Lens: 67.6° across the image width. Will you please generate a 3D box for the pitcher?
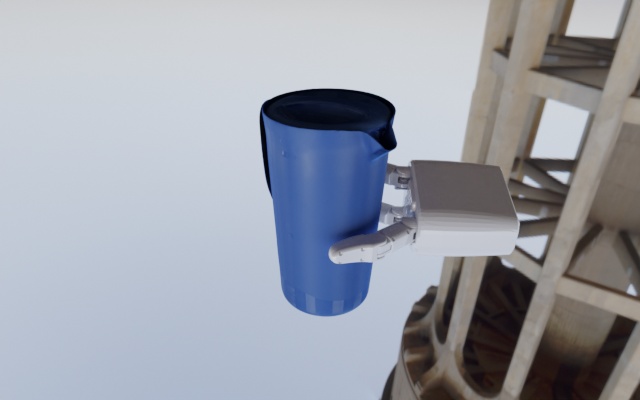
[{"bbox_3d":[0.000,0.002,0.538,0.145,0.243,0.149,1,29,-1],"label":"pitcher"}]
